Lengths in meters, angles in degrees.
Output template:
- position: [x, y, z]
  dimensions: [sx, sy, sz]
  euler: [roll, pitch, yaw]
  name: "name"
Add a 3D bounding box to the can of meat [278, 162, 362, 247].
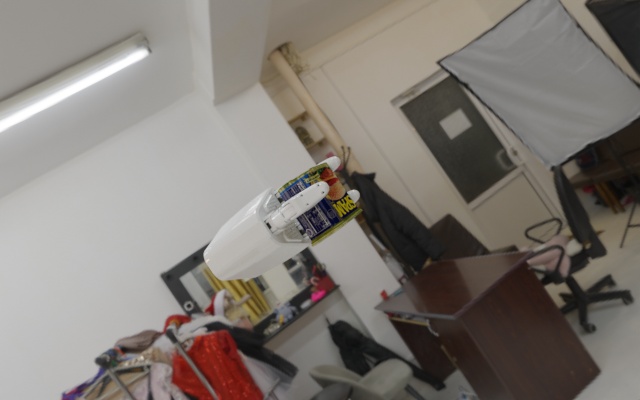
- position: [0.000, 0.002, 0.624]
  dimensions: [0.057, 0.084, 0.102]
  euler: [-35, -2, 23]
  name: "can of meat"
